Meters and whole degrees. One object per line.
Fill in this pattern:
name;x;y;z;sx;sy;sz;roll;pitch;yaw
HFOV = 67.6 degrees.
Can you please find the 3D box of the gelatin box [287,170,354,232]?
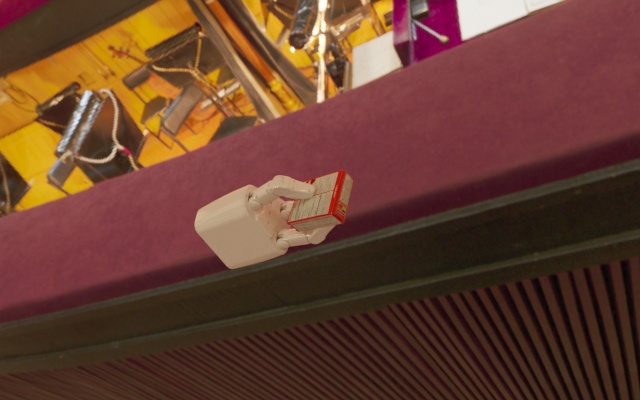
gelatin box;0.000;0.002;0.676;0.089;0.073;0.030;-15;-42;41
